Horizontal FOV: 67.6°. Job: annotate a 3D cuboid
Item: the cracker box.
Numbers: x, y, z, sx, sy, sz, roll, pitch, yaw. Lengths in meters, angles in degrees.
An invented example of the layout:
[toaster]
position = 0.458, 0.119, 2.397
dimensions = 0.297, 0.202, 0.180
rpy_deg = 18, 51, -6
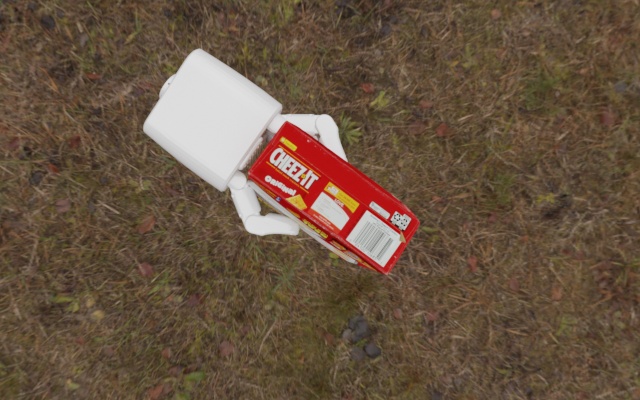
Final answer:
[cracker box]
position = 0.000, 0.002, 0.544
dimensions = 0.164, 0.072, 0.214
rpy_deg = 36, -7, -5
